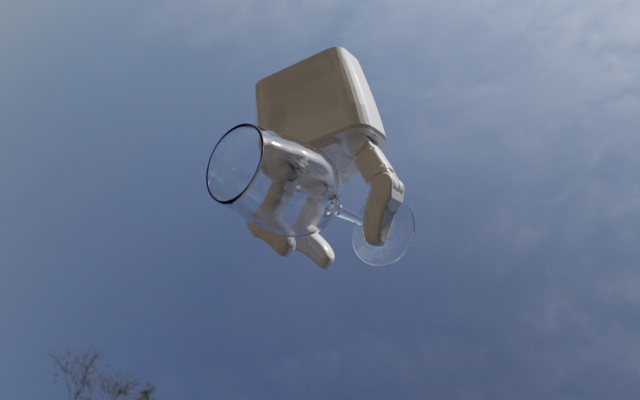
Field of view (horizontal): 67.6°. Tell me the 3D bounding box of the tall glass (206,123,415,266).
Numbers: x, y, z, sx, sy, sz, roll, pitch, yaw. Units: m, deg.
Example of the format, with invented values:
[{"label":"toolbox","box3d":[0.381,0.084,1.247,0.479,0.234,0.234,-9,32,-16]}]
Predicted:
[{"label":"tall glass","box3d":[0.001,0.002,0.414,0.079,0.079,0.201,0,-17,41]}]
